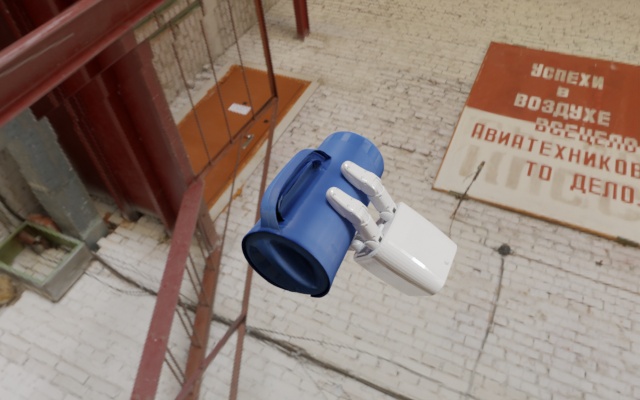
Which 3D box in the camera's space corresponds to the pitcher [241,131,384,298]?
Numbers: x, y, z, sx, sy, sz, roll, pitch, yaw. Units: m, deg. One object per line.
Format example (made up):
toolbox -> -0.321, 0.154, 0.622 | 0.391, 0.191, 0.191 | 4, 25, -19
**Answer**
pitcher -> 0.000, 0.002, 0.685 | 0.145, 0.242, 0.149 | 36, -37, -5
